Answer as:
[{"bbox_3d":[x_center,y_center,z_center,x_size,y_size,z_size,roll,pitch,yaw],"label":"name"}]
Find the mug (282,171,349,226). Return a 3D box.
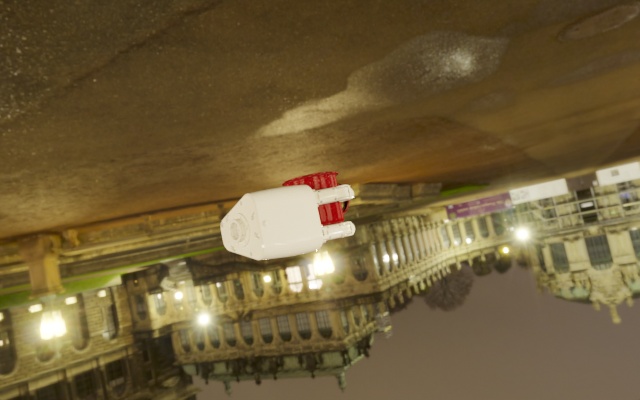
[{"bbox_3d":[0.001,0.003,0.778,0.117,0.081,0.093,-7,-7,-41],"label":"mug"}]
